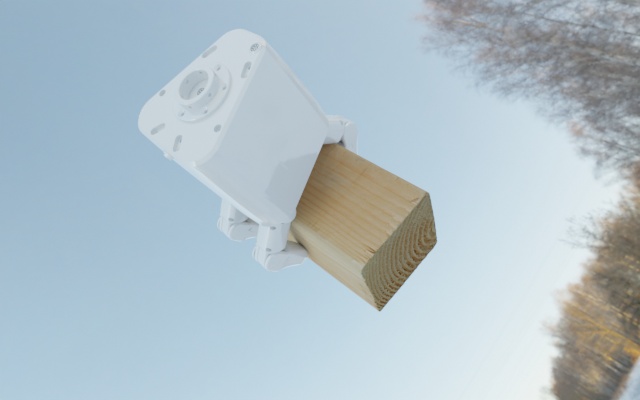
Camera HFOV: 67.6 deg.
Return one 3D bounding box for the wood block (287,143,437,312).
[{"bbox_3d":[0.000,0.001,0.467,0.206,0.091,0.090,33,-18,34],"label":"wood block"}]
